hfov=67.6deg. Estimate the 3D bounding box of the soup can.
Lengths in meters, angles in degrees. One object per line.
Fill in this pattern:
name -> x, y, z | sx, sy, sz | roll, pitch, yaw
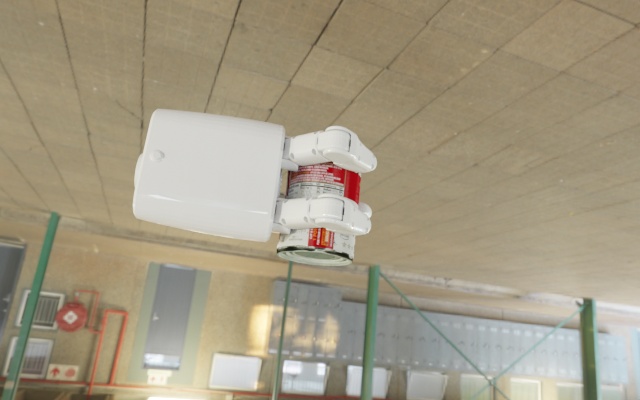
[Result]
soup can -> 0.000, 0.002, 0.420 | 0.068, 0.102, 0.068 | 6, -16, 2
